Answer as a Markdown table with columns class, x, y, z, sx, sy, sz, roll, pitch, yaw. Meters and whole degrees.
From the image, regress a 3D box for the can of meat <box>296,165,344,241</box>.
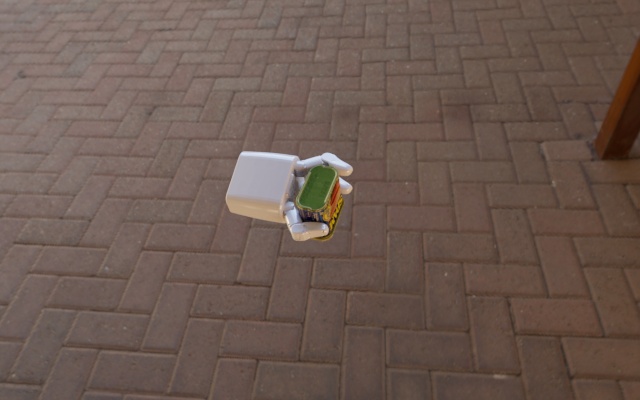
| class | x | y | z | sx | sy | sz | roll | pitch | yaw |
| --- | --- | --- | --- | --- | --- | --- | --- | --- | --- |
| can of meat | 0.000 | 0.003 | 0.811 | 0.057 | 0.102 | 0.084 | 10 | -36 | 17 |
